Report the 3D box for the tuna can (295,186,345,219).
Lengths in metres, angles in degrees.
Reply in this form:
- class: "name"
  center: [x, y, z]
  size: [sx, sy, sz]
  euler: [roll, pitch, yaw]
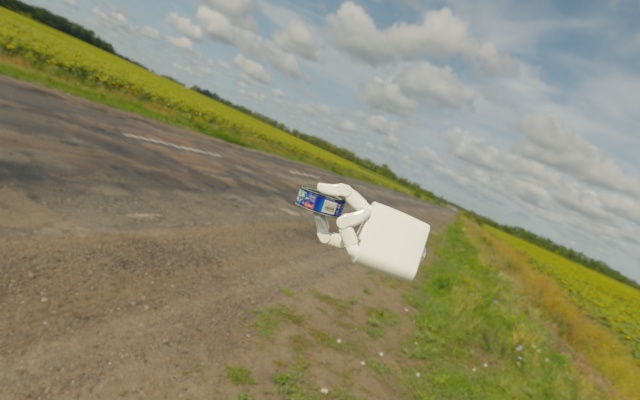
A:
- class: "tuna can"
  center: [0.000, 0.002, 0.855]
  size: [0.086, 0.034, 0.086]
  euler: [18, 5, -2]
